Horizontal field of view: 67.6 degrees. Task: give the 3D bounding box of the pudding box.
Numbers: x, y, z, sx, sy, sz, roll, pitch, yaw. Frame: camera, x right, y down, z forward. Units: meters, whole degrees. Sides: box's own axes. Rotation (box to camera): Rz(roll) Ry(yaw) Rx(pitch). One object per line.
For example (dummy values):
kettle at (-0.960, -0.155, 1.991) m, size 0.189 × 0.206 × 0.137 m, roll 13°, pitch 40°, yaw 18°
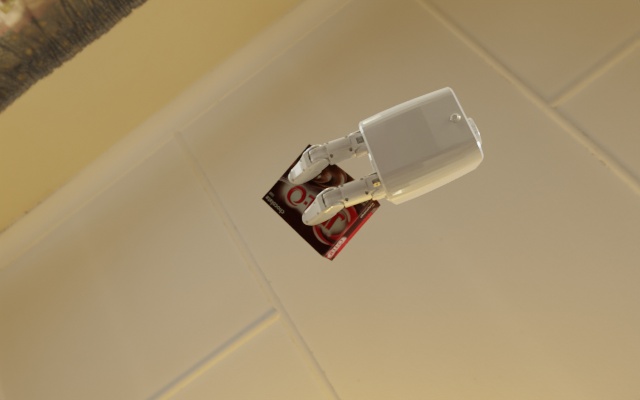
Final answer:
pudding box at (0.000, 0.002, 0.566) m, size 0.113 × 0.090 × 0.039 m, roll 41°, pitch 0°, yaw 28°
